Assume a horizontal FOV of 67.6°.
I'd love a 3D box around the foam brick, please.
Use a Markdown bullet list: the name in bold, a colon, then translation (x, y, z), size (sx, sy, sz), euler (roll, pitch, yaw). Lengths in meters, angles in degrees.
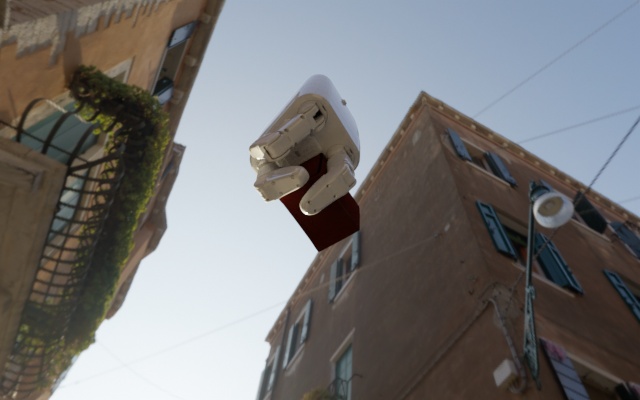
- **foam brick**: translation (0.000, 0.002, 0.495), size (0.053, 0.078, 0.051), euler (-28, 22, 17)
